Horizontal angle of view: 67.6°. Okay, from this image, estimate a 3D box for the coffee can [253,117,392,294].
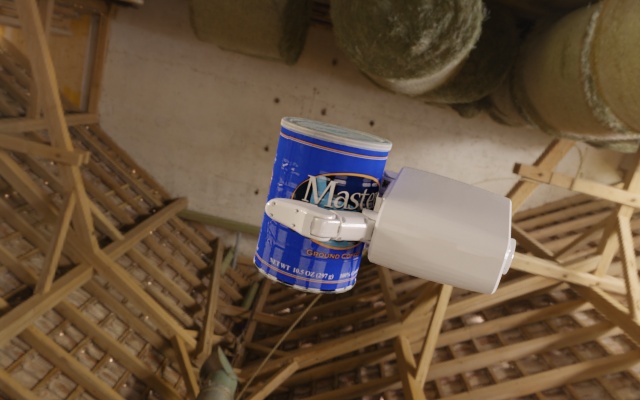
[{"bbox_3d":[0.000,0.001,0.451,0.103,0.140,0.102,12,13,-3],"label":"coffee can"}]
